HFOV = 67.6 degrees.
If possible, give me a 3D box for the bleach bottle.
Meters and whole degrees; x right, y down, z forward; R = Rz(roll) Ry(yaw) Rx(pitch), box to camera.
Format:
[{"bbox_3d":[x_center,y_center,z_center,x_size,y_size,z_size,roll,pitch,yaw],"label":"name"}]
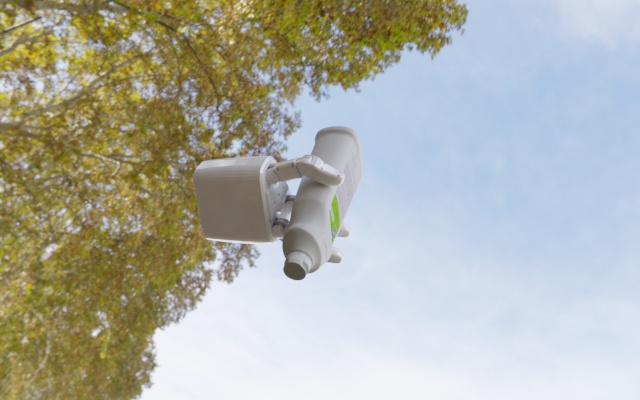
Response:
[{"bbox_3d":[0.000,0.002,0.638,0.068,0.103,0.250,-1,35,19],"label":"bleach bottle"}]
